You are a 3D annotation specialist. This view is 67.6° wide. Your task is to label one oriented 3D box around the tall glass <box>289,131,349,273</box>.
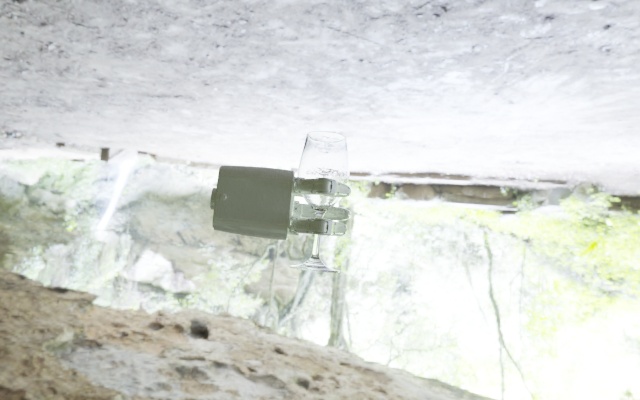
[{"bbox_3d":[0.000,0.003,0.706,0.079,0.201,0.079,6,-5,1],"label":"tall glass"}]
